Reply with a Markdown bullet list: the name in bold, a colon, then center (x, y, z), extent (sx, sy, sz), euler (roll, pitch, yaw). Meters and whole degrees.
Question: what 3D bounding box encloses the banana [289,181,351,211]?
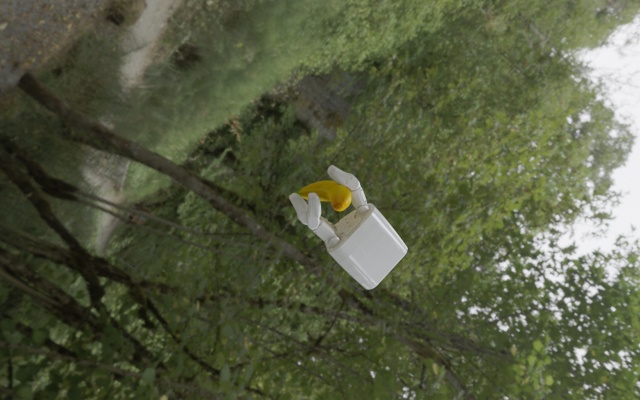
- **banana**: center (0.013, -0.008, 0.847), extent (0.069, 0.037, 0.198), euler (-37, 18, -19)
